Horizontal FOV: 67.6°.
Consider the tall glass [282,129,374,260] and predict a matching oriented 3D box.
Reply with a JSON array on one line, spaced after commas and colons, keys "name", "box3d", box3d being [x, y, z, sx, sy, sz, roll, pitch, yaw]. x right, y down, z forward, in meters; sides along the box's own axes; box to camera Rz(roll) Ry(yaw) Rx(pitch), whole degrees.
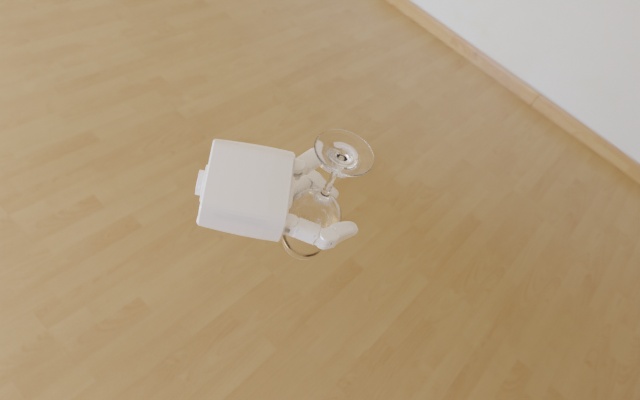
[{"name": "tall glass", "box3d": [0.000, 0.002, 0.634, 0.079, 0.079, 0.201, 0, -37, -20]}]
